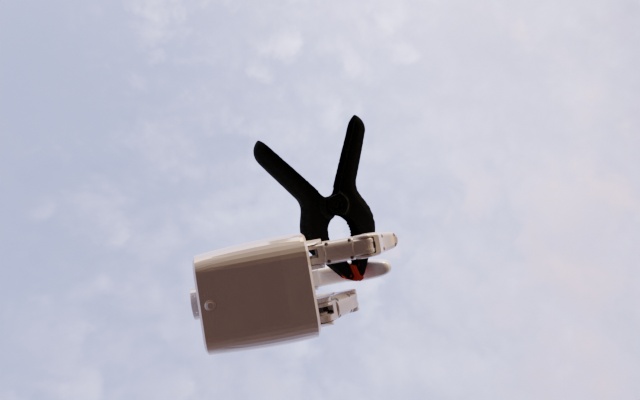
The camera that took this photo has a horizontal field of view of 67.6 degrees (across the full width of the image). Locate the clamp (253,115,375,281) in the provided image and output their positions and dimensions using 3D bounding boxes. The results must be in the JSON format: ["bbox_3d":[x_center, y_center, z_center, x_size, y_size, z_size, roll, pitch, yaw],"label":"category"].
[{"bbox_3d":[0.000,0.002,0.489,0.120,0.171,0.039,-9,-4,-9],"label":"clamp"}]
